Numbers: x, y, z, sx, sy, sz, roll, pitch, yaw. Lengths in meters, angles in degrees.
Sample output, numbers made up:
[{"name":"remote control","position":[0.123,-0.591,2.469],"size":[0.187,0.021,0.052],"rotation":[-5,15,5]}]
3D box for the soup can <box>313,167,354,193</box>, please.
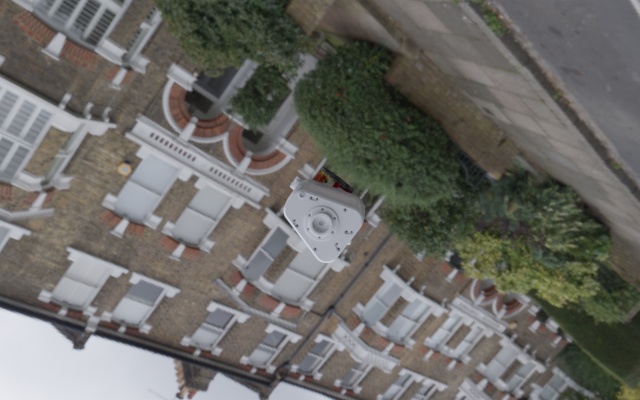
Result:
[{"name":"soup can","position":[0.000,0.003,0.820],"size":[0.068,0.102,0.068],"rotation":[36,9,-7]}]
